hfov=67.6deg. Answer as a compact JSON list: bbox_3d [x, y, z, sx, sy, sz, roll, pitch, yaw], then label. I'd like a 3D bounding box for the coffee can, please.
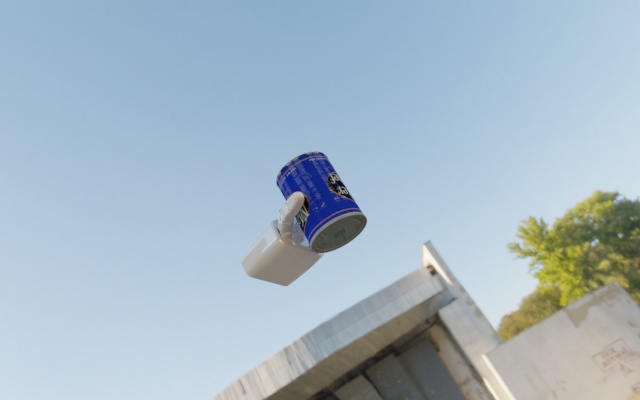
[{"bbox_3d":[0.000,0.003,0.805,0.103,0.140,0.103,-23,-29,-14],"label":"coffee can"}]
